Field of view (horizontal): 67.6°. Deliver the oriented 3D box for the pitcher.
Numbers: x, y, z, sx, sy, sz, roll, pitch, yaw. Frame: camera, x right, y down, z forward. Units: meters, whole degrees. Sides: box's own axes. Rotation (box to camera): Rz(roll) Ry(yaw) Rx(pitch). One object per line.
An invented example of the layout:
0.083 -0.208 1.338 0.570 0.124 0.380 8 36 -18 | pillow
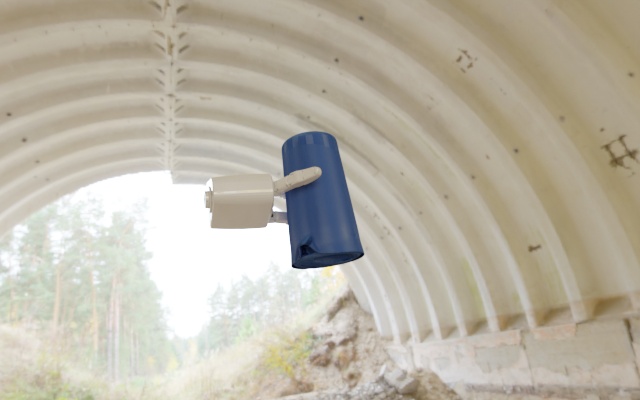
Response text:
0.000 0.003 0.892 0.145 0.242 0.149 -3 -18 -17 | pitcher
